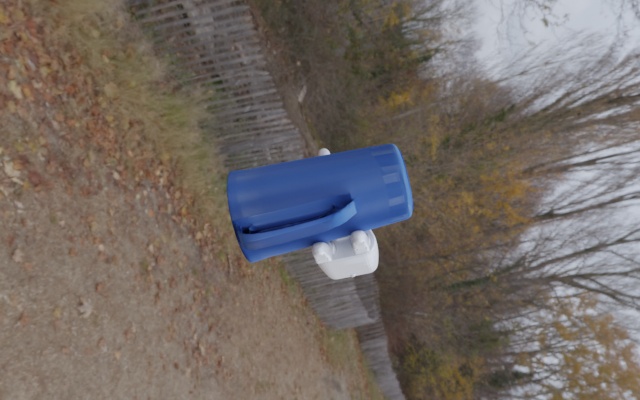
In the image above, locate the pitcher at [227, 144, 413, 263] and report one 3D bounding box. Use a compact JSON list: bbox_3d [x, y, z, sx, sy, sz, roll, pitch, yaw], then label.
[{"bbox_3d":[0.000,0.002,0.661,0.243,0.149,0.145,-13,-28,4],"label":"pitcher"}]
